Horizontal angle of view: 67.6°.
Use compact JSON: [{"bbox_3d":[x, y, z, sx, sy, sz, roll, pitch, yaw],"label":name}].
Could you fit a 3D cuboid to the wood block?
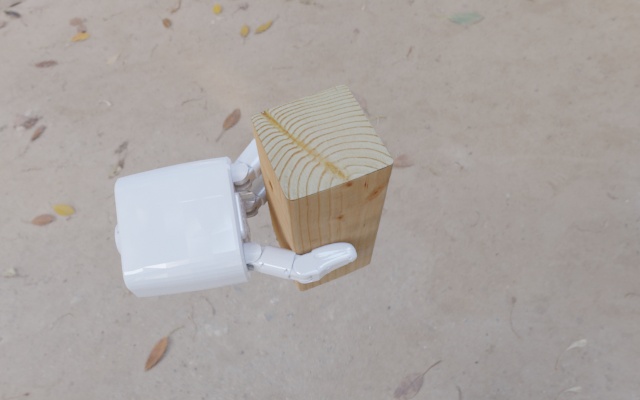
[{"bbox_3d":[0.000,0.002,0.465,0.090,0.090,0.206,-20,-27,-11],"label":"wood block"}]
